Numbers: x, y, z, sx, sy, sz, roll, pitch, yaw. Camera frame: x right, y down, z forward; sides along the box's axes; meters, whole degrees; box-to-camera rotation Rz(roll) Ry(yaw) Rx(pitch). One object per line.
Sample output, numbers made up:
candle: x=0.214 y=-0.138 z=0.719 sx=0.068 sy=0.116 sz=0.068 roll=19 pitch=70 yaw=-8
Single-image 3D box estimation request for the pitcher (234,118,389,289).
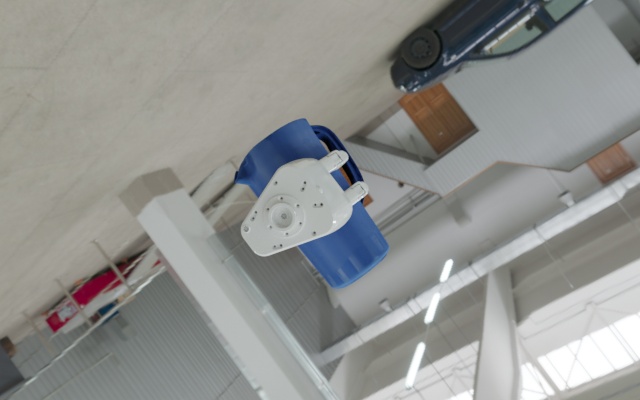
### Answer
pitcher: x=0.000 y=0.002 z=0.726 sx=0.149 sy=0.243 sz=0.145 roll=-37 pitch=-2 yaw=11
